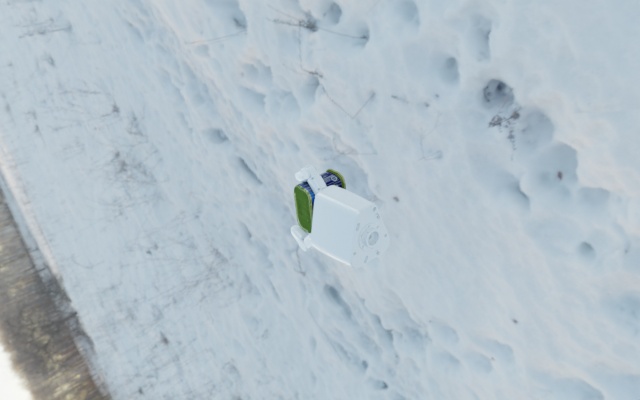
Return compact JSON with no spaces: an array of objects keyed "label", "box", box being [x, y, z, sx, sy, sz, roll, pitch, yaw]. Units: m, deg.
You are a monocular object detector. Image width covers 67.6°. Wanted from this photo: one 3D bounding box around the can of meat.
[{"label":"can of meat","box":[0.000,0.003,0.897,0.084,0.102,0.057,-26,35,-30]}]
